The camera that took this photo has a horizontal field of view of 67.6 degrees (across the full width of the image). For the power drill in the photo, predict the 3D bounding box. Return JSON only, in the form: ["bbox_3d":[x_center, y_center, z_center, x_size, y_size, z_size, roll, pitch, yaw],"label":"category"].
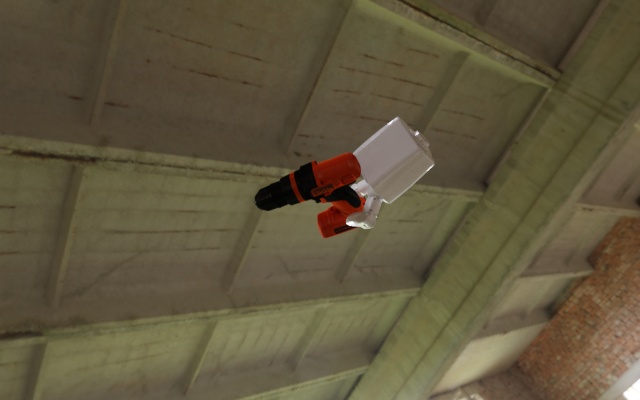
[{"bbox_3d":[0.001,0.003,0.832,0.184,0.057,0.188,-19,-30,12],"label":"power drill"}]
